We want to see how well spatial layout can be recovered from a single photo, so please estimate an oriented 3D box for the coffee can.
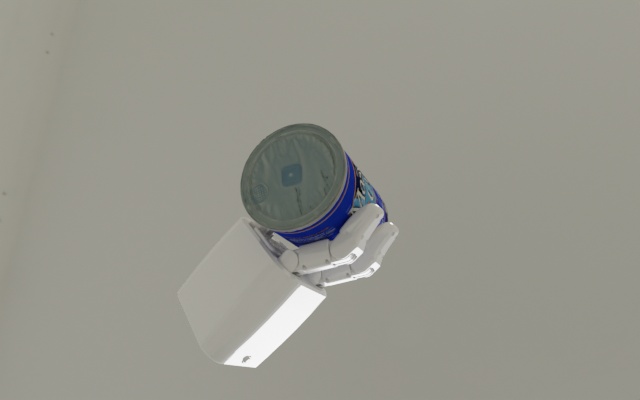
[{"bbox_3d":[0.000,0.001,0.477,0.103,0.102,0.140,0,-21,24],"label":"coffee can"}]
